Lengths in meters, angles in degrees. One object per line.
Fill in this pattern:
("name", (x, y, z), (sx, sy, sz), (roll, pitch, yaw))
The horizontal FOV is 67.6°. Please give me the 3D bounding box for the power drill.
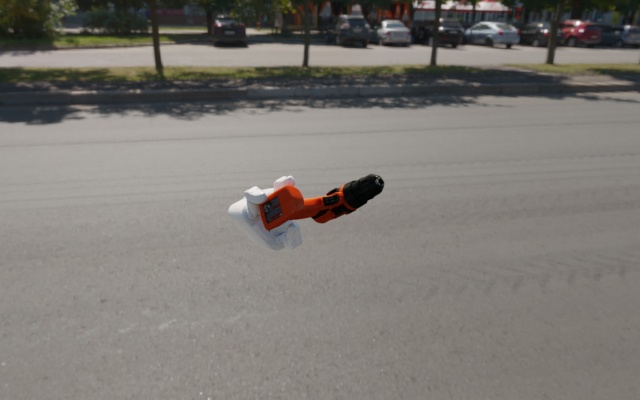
("power drill", (0.000, 0.003, 0.856), (0.187, 0.057, 0.184), (-4, -20, -42))
